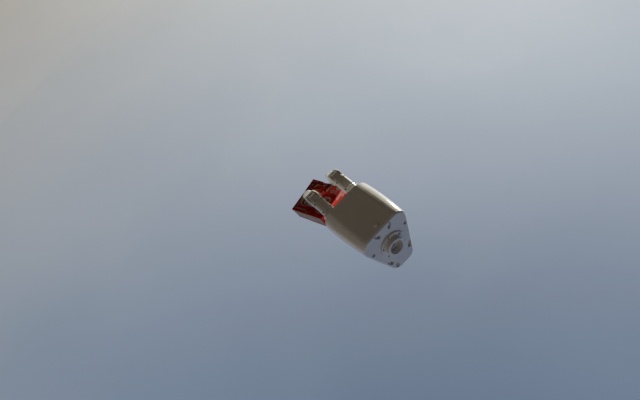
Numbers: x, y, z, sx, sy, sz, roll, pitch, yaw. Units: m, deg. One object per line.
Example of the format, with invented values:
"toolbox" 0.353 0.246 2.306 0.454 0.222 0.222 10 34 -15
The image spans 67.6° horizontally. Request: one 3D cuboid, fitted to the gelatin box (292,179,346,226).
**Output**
"gelatin box" 0.000 0.003 0.875 0.089 0.073 0.030 17 -23 49
